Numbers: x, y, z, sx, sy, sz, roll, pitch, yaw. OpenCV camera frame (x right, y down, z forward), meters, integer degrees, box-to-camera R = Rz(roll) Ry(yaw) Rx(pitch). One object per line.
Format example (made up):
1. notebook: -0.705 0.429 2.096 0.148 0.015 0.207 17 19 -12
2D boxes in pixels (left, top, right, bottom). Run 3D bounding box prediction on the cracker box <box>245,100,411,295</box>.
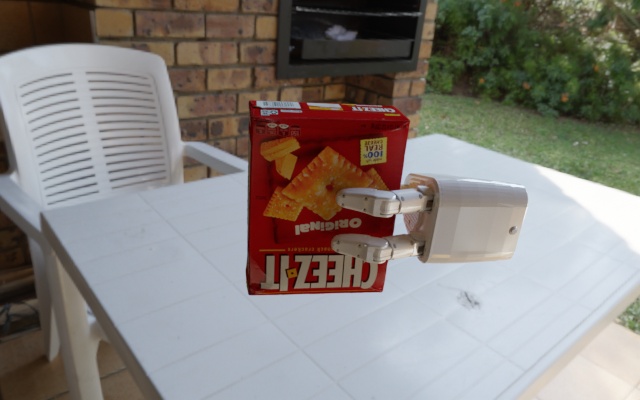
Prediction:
1. cracker box: 0.000 0.002 0.537 0.164 0.214 0.072 1 24 -9
